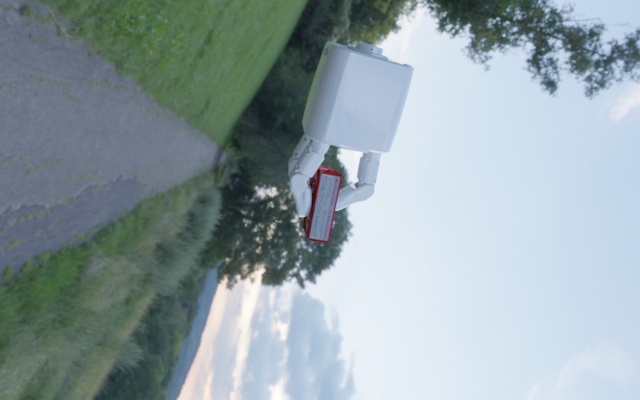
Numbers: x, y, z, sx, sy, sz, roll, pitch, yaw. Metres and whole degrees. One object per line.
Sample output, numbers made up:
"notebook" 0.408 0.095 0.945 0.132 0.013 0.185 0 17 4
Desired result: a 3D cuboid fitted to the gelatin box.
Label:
"gelatin box" 0.000 0.002 0.609 0.030 0.089 0.073 9 8 -9
